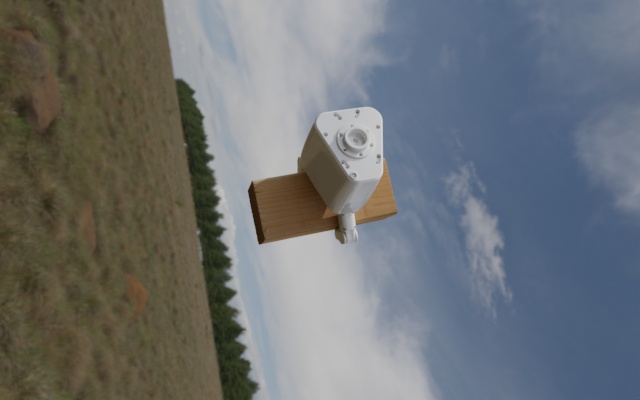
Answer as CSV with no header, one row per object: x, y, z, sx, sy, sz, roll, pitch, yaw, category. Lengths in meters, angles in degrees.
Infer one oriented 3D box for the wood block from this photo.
0.000,0.003,0.739,0.206,0.091,0.090,-10,-7,-15,wood block
